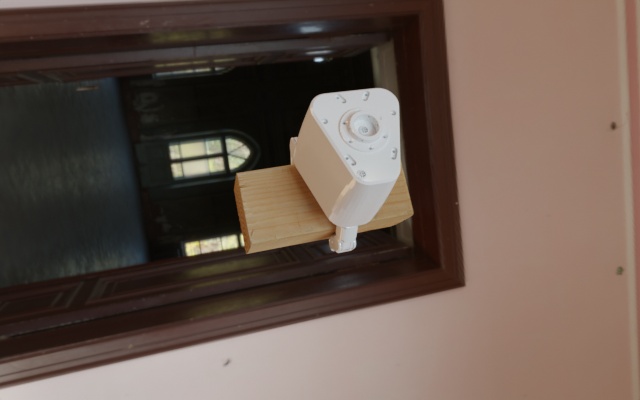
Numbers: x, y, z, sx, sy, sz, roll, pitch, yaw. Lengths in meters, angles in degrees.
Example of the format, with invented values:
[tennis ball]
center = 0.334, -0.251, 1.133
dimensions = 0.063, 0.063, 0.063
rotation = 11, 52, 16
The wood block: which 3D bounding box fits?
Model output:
[wood block]
center = 0.000, 0.002, 0.615
dimensions = 0.206, 0.091, 0.090
rotation = -9, -10, -14
